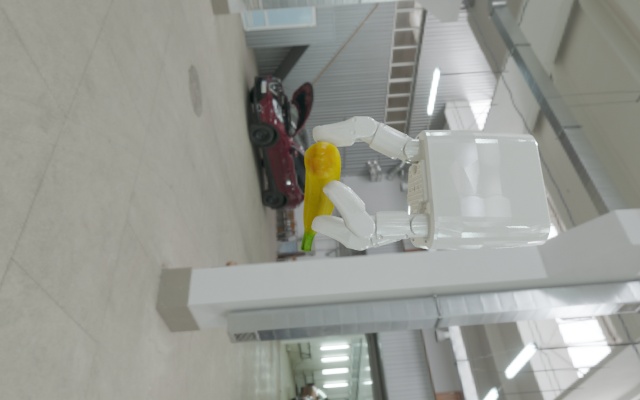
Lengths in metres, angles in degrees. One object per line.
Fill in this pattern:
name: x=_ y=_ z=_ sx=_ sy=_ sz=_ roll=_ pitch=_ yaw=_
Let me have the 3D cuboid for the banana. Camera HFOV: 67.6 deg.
banana: x=0.001 y=-0.013 z=0.491 sx=0.037 sy=0.069 sz=0.198 roll=4 pitch=-28 yaw=-1
